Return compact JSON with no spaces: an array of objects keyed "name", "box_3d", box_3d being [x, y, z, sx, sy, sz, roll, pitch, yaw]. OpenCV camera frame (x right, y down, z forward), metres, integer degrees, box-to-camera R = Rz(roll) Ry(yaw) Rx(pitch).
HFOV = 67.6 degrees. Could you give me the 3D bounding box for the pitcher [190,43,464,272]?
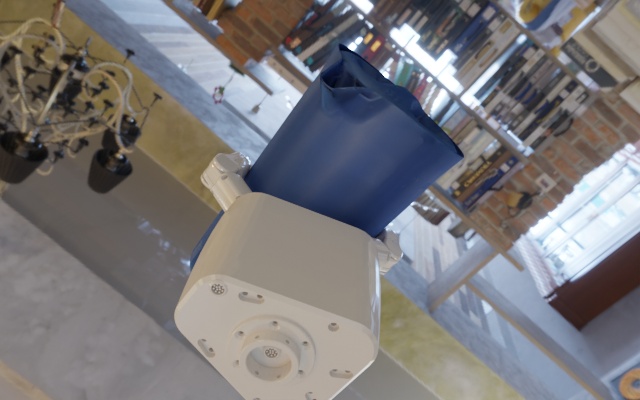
[{"name":"pitcher","box_3d":[0.000,0.001,0.425,0.149,0.243,0.145,37,21,-13]}]
